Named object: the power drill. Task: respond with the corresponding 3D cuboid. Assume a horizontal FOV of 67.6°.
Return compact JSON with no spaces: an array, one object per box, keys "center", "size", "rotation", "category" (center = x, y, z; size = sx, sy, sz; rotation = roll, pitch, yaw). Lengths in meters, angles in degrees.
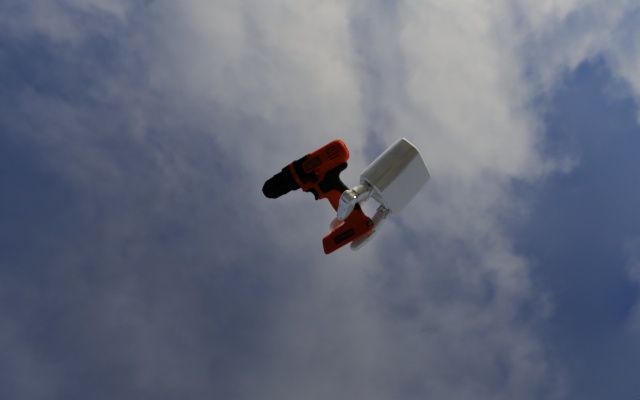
[{"center":[0.001,0.003,0.898],"size":[0.184,0.187,0.057],"rotation":[-29,-5,14],"category":"power drill"}]
